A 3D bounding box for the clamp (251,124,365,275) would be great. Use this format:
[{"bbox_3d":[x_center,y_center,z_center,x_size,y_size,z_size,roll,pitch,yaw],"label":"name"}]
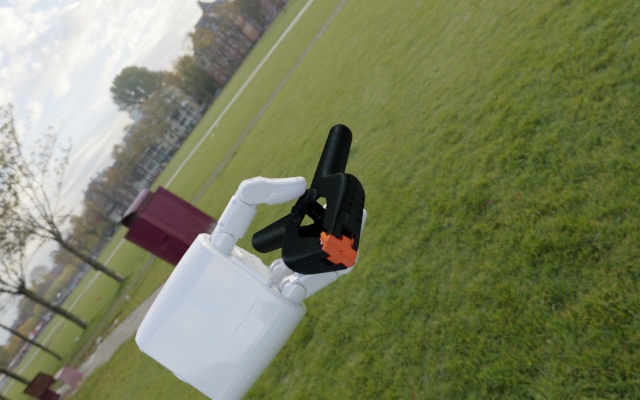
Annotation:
[{"bbox_3d":[-0.001,0.001,0.433,0.036,0.164,0.210,34,0,-17],"label":"clamp"}]
